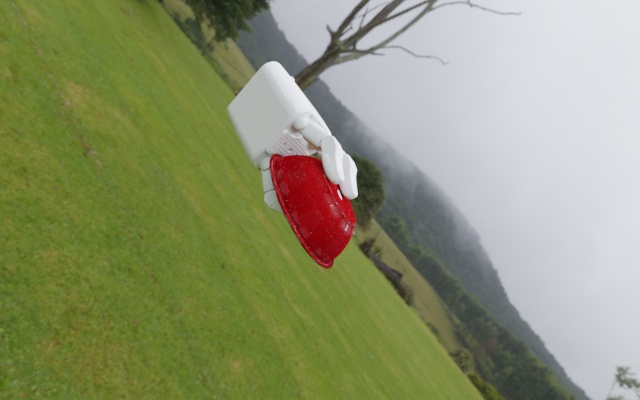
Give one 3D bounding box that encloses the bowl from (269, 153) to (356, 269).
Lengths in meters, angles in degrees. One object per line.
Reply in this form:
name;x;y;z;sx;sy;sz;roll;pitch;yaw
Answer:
bowl;0.001;0.003;0.603;0.055;0.162;0.162;-26;-6;12
